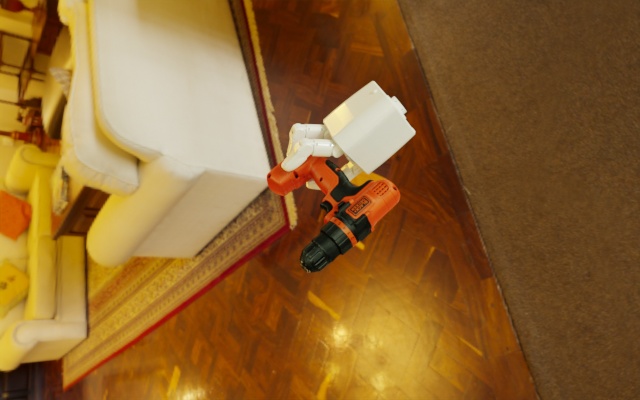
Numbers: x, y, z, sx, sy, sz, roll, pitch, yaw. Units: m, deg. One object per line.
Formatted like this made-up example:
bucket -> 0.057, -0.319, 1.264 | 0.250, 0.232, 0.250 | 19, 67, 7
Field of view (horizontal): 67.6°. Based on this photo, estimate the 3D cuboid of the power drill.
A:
power drill -> 0.000, 0.002, 0.740 | 0.187, 0.184, 0.057 | 41, -18, 32
